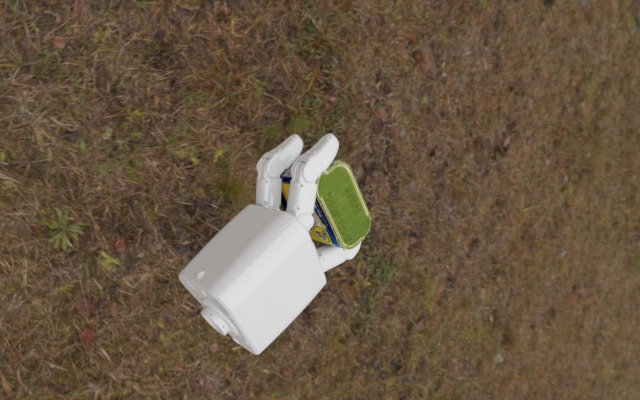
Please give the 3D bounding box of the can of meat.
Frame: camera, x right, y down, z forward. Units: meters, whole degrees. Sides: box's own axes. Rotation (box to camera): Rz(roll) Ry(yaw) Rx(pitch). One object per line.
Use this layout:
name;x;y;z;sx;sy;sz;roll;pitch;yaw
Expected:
can of meat;0.000;0.002;0.528;0.057;0.102;0.084;-41;31;-28
